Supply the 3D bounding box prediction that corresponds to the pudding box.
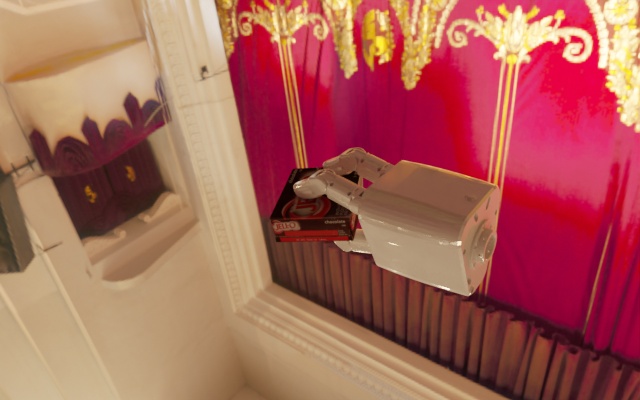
[{"bbox_3d":[0.000,0.002,0.552,0.090,0.039,0.113,-2,31,13],"label":"pudding box"}]
